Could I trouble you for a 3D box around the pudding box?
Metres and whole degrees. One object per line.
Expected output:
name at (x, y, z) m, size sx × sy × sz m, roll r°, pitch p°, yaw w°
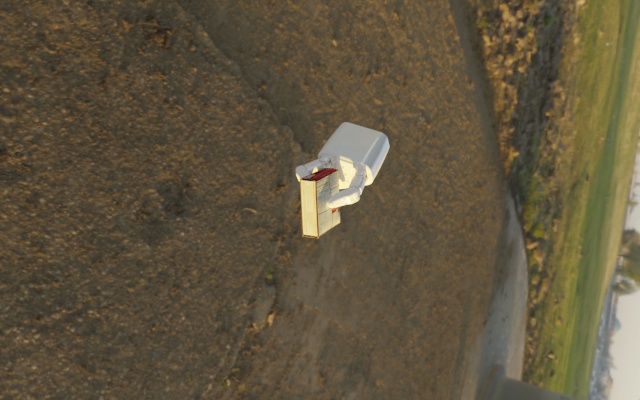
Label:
pudding box at (0.000, 0.003, 0.893) m, size 0.039 × 0.113 × 0.090 m, roll 6°, pitch 19°, yaw 30°
